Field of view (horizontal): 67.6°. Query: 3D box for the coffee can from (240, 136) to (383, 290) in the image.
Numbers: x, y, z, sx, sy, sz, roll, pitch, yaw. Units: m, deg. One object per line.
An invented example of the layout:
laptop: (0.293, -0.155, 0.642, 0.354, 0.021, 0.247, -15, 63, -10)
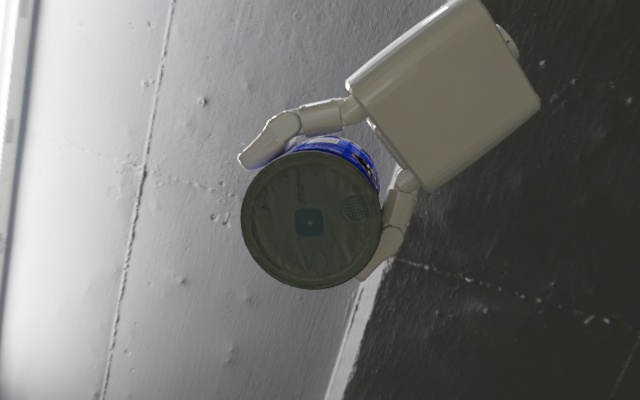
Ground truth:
coffee can: (0.000, 0.002, 0.407, 0.103, 0.103, 0.140, 0, 12, 6)
